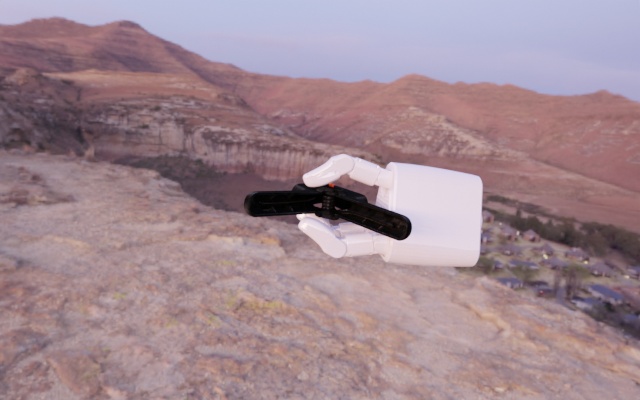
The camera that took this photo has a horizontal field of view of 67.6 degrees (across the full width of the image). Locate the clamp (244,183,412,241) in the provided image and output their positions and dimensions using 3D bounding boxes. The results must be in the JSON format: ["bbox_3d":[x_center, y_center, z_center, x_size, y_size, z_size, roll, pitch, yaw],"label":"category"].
[{"bbox_3d":[0.000,0.001,0.548,0.164,0.036,0.210,9,8,-6],"label":"clamp"}]
